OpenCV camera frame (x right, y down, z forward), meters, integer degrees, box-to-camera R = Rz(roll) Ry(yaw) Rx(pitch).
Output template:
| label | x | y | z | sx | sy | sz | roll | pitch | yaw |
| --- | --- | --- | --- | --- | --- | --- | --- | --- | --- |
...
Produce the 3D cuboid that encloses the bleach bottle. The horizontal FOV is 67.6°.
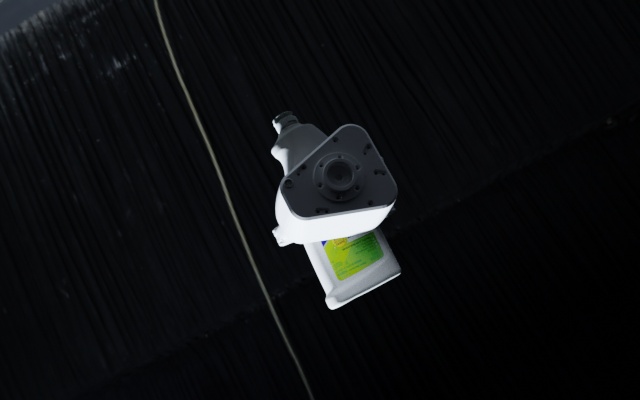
| label | x | y | z | sx | sy | sz | roll | pitch | yaw |
| --- | --- | --- | --- | --- | --- | --- | --- | --- | --- |
| bleach bottle | 0.000 | 0.002 | 0.607 | 0.102 | 0.250 | 0.068 | -26 | -11 | -13 |
